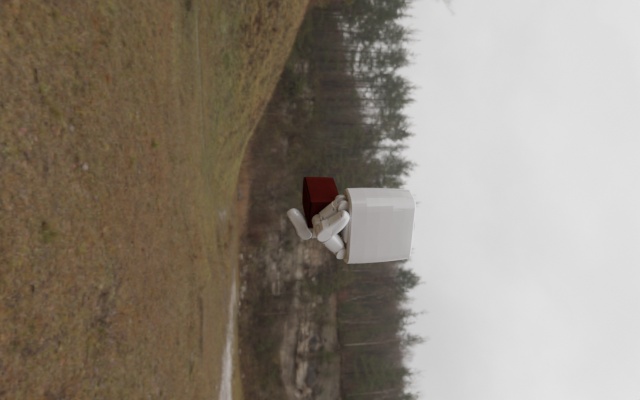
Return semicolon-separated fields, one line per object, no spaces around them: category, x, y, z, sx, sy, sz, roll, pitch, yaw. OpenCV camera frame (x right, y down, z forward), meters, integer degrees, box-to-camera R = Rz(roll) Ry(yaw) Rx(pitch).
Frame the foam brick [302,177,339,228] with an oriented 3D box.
foam brick;0.000;0.002;0.789;0.051;0.053;0.078;-1;36;-10
